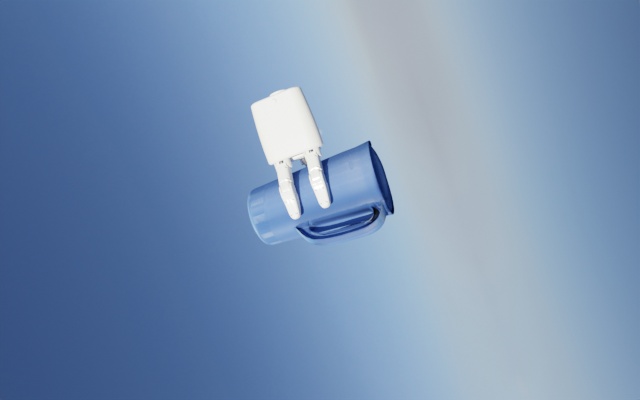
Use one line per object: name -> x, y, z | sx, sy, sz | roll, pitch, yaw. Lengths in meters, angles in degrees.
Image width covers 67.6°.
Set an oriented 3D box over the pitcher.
pitcher -> 0.000, 0.003, 0.833 | 0.243, 0.145, 0.149 | -19, 2, 15
